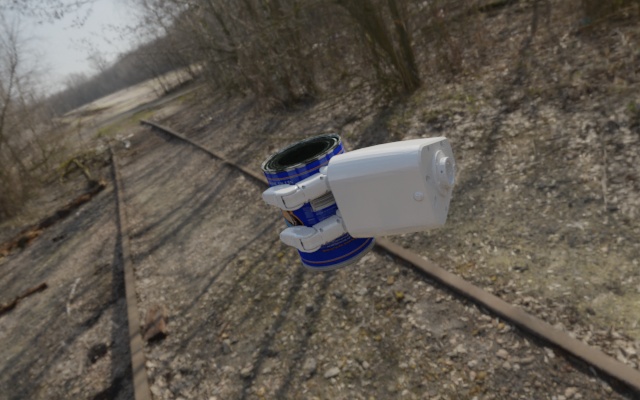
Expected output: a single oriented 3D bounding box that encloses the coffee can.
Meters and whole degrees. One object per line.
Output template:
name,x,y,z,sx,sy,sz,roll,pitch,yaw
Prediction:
coffee can,0.000,0.002,0.596,0.103,0.140,0.102,-19,21,8
